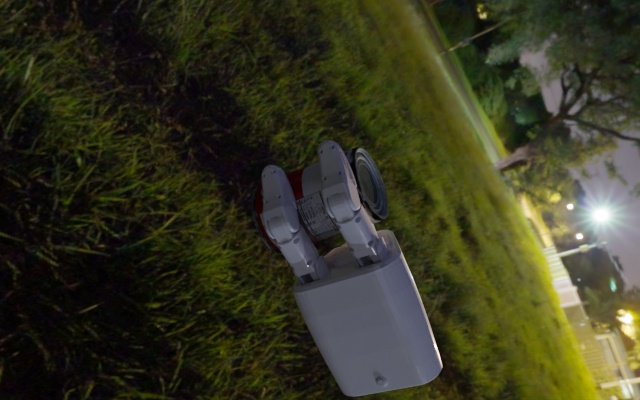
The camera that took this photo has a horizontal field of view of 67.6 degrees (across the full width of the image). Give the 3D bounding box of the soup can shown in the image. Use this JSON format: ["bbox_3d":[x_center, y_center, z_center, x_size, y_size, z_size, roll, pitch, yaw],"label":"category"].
[{"bbox_3d":[0.000,0.001,0.420,0.102,0.068,0.068,-20,-8,24],"label":"soup can"}]
